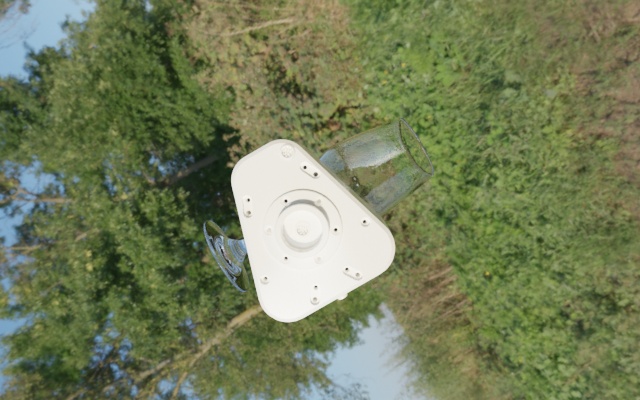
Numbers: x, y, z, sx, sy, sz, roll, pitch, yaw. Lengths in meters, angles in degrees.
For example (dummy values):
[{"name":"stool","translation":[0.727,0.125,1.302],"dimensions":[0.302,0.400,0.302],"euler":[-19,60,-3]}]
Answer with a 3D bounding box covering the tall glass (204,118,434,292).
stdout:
[{"name":"tall glass","translation":[-0.001,0.002,0.434],"dimensions":[0.201,0.079,0.079],"euler":[-30,-1,1]}]
